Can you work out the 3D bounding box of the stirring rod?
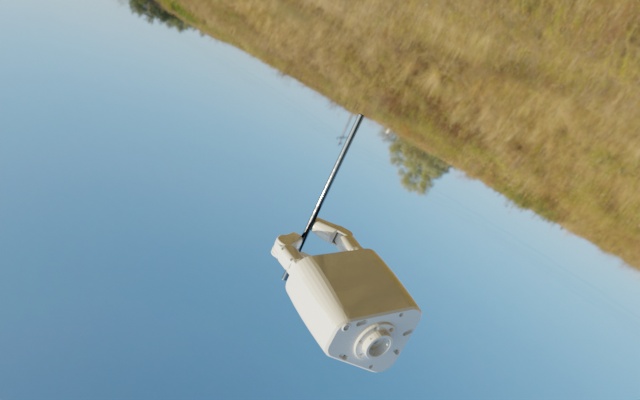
[{"bbox_3d":[0.000,0.002,0.603,0.011,0.239,0.011,22,19,-8],"label":"stirring rod"}]
